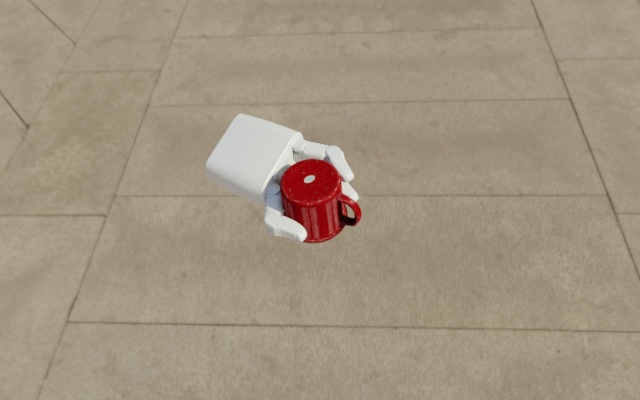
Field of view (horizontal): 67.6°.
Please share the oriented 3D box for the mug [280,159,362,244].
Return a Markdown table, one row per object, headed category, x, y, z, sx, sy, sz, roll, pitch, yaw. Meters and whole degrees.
| category | x | y | z | sx | sy | sz | roll | pitch | yaw |
| --- | --- | --- | --- | --- | --- | --- | --- | --- | --- |
| mug | 0.001 | 0.003 | 0.645 | 0.117 | 0.093 | 0.082 | 21 | -33 | 20 |
